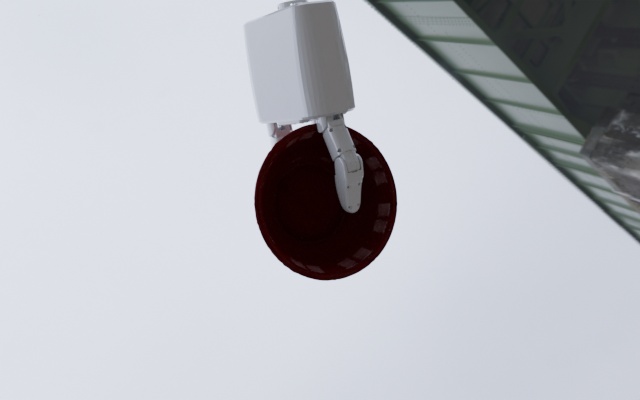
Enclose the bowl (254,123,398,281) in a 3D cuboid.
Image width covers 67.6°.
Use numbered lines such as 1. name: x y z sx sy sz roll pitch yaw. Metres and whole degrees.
1. bowl: 0.000 0.003 0.509 0.162 0.162 0.055 0 -3 -25
